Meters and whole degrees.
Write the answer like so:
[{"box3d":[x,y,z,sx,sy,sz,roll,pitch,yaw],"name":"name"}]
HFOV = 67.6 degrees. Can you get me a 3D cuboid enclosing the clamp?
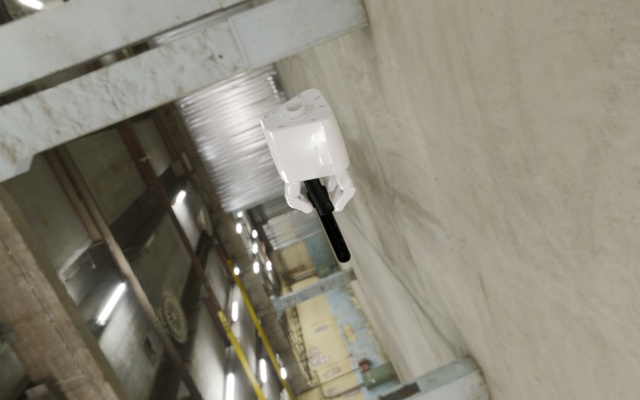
[{"box3d":[-0.001,0.003,0.852,0.036,0.165,0.209,-22,44,-3],"name":"clamp"}]
